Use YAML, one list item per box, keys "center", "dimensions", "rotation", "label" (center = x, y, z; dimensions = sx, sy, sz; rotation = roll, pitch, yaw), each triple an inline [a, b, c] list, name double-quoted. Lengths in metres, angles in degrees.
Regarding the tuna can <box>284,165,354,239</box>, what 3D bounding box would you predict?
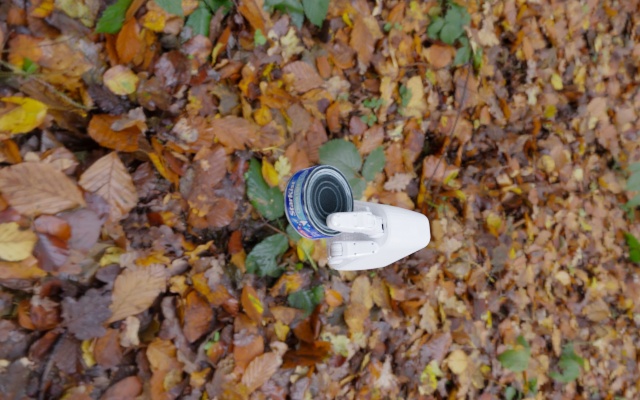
- center: [0.000, 0.002, 0.559]
  dimensions: [0.086, 0.086, 0.034]
  rotation: [0, -7, -45]
  label: "tuna can"
